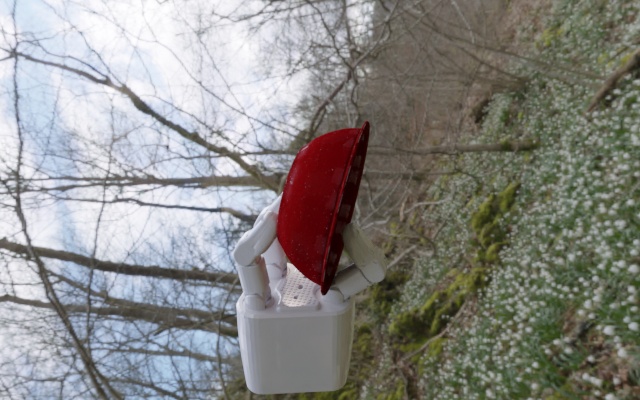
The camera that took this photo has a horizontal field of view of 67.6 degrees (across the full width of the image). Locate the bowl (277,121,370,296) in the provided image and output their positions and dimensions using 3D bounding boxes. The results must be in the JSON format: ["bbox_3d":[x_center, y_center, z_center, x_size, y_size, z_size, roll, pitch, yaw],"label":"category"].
[{"bbox_3d":[0.000,0.000,0.437,0.055,0.162,0.162,15,2,7],"label":"bowl"}]
